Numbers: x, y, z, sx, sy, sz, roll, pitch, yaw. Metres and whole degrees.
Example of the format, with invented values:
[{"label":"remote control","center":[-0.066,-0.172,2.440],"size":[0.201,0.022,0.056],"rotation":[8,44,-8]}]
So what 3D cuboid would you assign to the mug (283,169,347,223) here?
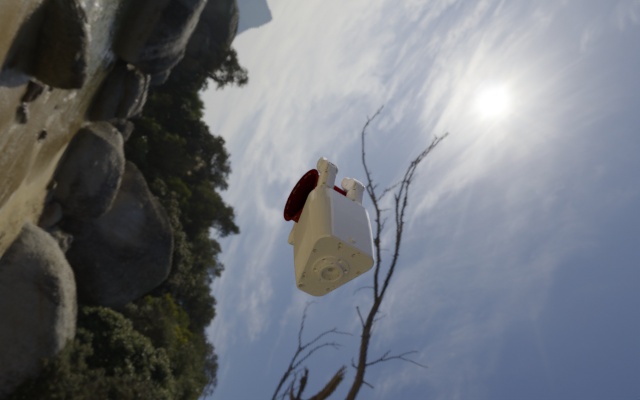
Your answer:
[{"label":"mug","center":[0.000,0.002,0.767],"size":[0.081,0.093,0.117],"rotation":[31,30,-21]}]
